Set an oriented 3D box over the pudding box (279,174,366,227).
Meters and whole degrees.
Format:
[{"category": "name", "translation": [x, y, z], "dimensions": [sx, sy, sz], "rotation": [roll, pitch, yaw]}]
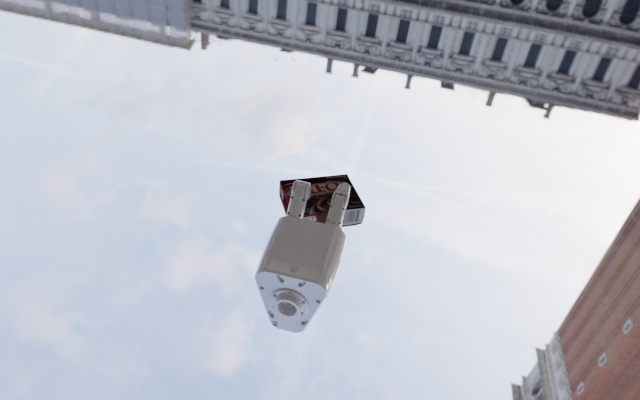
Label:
[{"category": "pudding box", "translation": [0.000, 0.003, 0.723], "dimensions": [0.113, 0.039, 0.090], "rotation": [-5, 39, -16]}]
